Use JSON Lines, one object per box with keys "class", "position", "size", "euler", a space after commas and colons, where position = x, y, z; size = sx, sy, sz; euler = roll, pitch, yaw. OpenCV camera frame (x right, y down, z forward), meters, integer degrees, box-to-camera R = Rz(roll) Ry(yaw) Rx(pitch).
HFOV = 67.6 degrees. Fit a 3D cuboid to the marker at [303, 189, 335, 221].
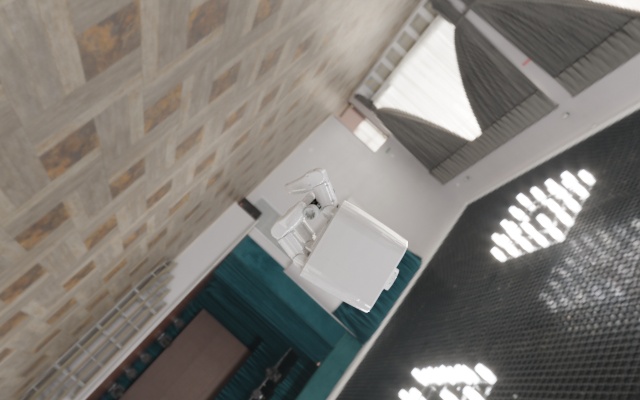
{"class": "marker", "position": [0.000, 0.002, 0.669], "size": [0.020, 0.020, 0.121], "euler": [0, 15, 14]}
